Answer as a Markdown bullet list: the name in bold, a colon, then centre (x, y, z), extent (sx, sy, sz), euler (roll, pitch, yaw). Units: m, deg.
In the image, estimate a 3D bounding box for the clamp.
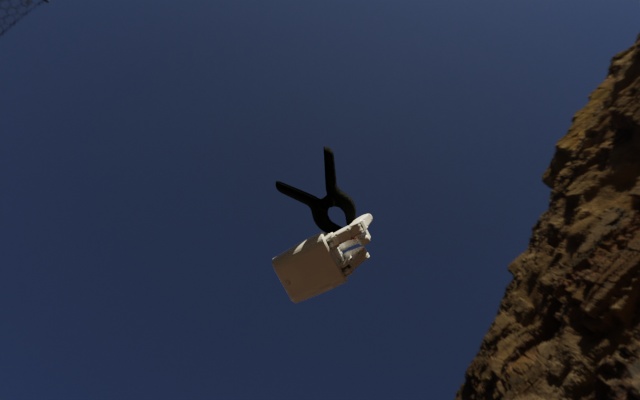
- **clamp**: centre (0.000, 0.003, 0.861), extent (0.120, 0.171, 0.039), euler (-26, 2, 14)
